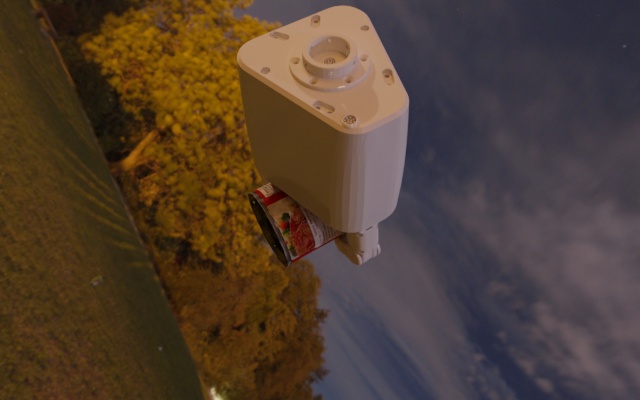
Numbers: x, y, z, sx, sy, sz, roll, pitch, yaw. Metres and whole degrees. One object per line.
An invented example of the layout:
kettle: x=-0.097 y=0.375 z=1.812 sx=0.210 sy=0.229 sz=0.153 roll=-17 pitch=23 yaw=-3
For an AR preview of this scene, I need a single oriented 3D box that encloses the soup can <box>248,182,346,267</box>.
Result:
soup can: x=0.000 y=0.002 z=0.401 sx=0.102 sy=0.068 sz=0.068 roll=-28 pitch=8 yaw=-15
